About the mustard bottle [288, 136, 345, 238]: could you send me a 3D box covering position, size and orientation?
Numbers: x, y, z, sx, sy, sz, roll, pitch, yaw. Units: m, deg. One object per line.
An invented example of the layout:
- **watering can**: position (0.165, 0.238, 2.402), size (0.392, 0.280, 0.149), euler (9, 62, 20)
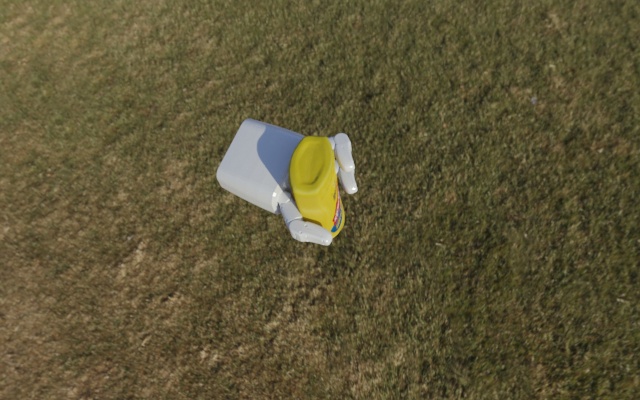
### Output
- **mustard bottle**: position (0.000, 0.002, 0.680), size (0.058, 0.096, 0.192), euler (1, -32, 10)
